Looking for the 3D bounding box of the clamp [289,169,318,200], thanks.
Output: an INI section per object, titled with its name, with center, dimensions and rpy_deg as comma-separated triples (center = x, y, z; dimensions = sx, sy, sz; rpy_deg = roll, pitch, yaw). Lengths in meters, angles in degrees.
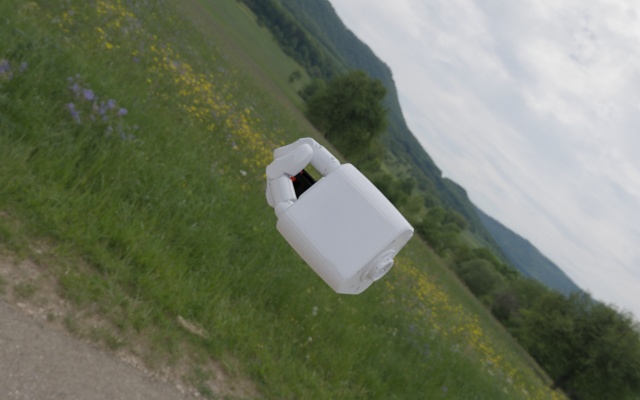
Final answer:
[clamp]
center = 0.000, 0.002, 0.640
dimensions = 0.120, 0.039, 0.171
rpy_deg = 46, 8, 24
